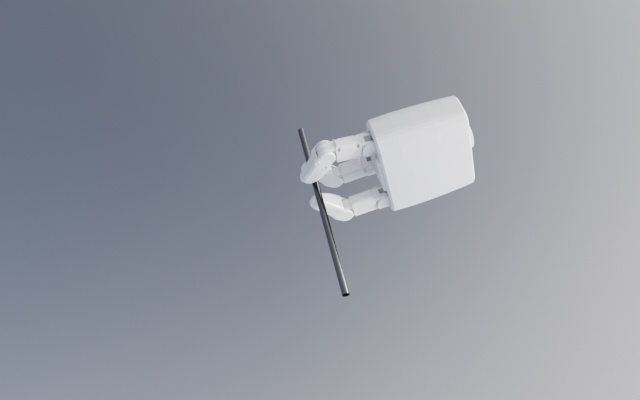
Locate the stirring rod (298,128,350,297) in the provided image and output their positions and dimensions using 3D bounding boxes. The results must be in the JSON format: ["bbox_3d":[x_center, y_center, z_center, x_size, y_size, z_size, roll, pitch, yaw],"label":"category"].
[{"bbox_3d":[0.000,0.002,0.552,0.011,0.239,0.011,-10,-37,-7],"label":"stirring rod"}]
